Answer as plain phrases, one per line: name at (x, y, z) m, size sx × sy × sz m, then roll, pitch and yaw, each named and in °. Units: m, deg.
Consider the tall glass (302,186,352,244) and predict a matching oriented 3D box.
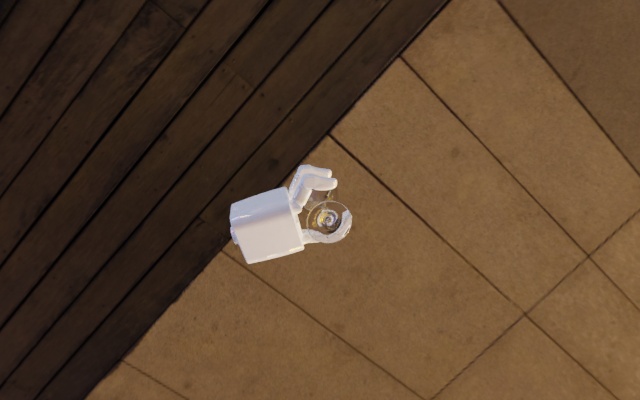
tall glass at (0.000, 0.003, 0.860) m, size 0.079 × 0.079 × 0.201 m, roll 0°, pitch 19°, yaw -8°
